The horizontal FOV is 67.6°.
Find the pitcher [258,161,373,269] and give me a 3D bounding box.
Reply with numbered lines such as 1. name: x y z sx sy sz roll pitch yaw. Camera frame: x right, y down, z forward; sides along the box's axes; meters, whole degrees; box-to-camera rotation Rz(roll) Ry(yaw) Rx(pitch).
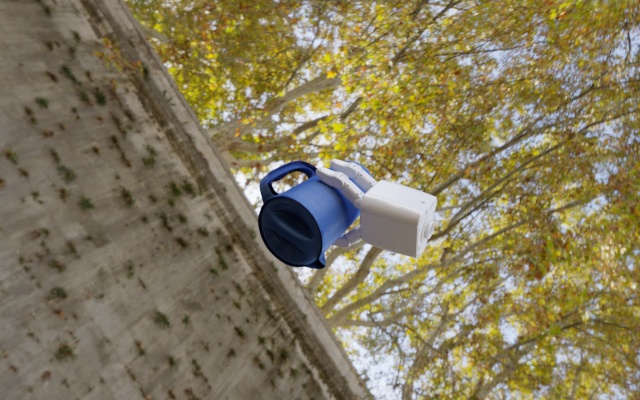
1. pitcher: 0.000 0.003 0.887 0.145 0.149 0.242 16 30 27
